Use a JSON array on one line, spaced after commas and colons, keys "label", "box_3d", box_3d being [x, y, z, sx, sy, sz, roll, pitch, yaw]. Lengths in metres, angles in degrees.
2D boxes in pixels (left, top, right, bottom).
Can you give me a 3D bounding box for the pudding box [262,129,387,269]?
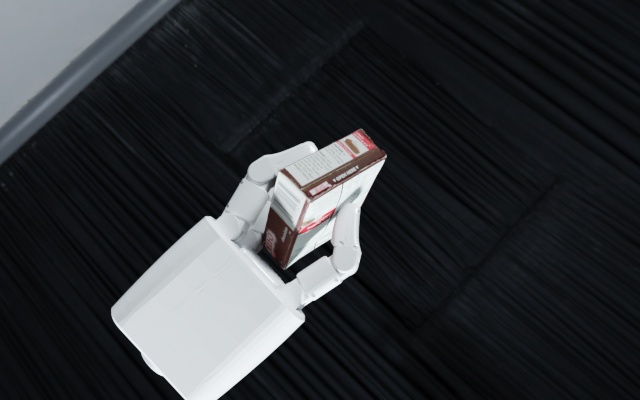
[{"label": "pudding box", "box_3d": [0.000, 0.002, 0.415, 0.090, 0.039, 0.114, -31, -20, -32]}]
